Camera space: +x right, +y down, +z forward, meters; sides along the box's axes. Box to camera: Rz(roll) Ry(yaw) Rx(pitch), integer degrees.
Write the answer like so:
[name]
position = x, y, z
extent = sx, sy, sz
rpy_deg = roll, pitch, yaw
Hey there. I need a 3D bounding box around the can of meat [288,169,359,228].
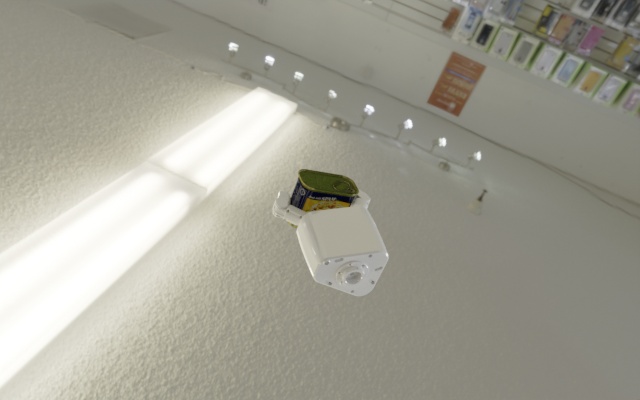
[can of meat]
position = 0.000, 0.003, 0.789
extent = 0.102, 0.084, 0.057
rpy_deg = 8, 33, -25
